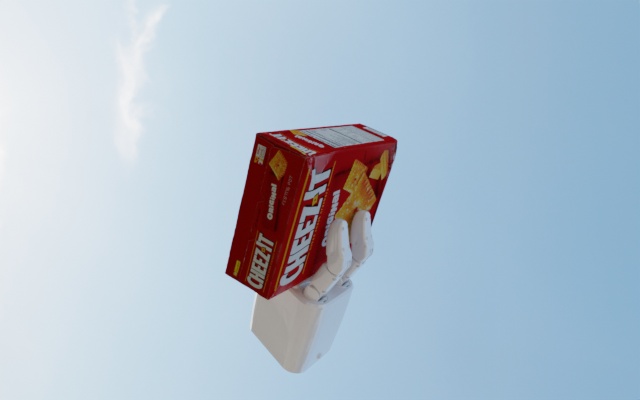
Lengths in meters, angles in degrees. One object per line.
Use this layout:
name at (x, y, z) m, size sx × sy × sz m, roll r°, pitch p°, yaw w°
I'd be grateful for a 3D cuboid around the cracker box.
cracker box at (0.000, 0.002, 0.558) m, size 0.072 × 0.164 × 0.213 m, roll 26°, pitch 23°, yaw 26°
